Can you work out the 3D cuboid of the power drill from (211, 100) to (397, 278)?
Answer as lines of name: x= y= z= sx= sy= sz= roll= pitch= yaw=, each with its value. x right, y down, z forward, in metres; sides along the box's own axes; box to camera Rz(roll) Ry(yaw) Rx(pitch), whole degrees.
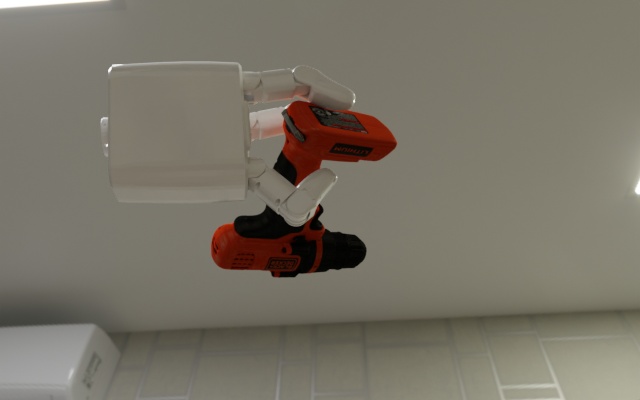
power drill: x=0.000 y=0.001 z=0.482 sx=0.184 sy=0.188 sz=0.057 roll=4 pitch=36 yaw=-34
